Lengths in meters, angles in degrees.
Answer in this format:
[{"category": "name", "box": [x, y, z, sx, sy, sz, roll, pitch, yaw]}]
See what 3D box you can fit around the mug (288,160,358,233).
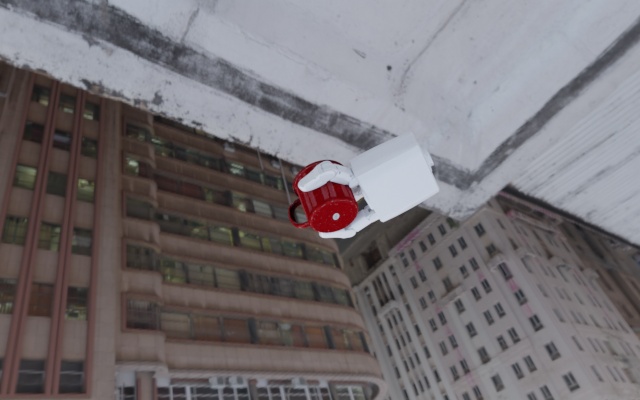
[{"category": "mug", "box": [-0.001, 0.003, 0.757, 0.117, 0.081, 0.093, -30, -40, 10]}]
